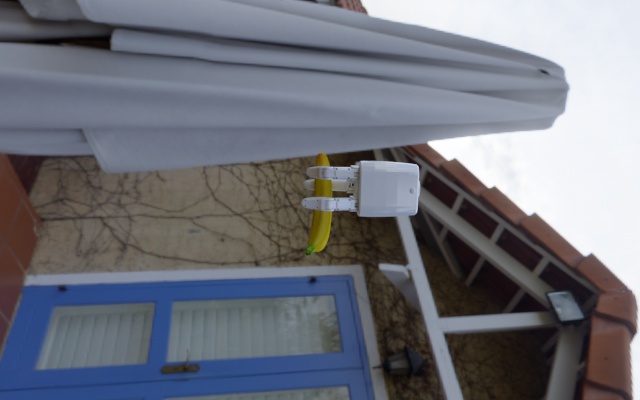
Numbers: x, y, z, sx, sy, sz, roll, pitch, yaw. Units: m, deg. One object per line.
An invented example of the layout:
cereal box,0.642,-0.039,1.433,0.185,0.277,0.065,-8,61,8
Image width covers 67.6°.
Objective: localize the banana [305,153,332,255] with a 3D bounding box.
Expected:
banana,0.002,0.012,0.894,0.037,0.197,0.070,3,-18,7
